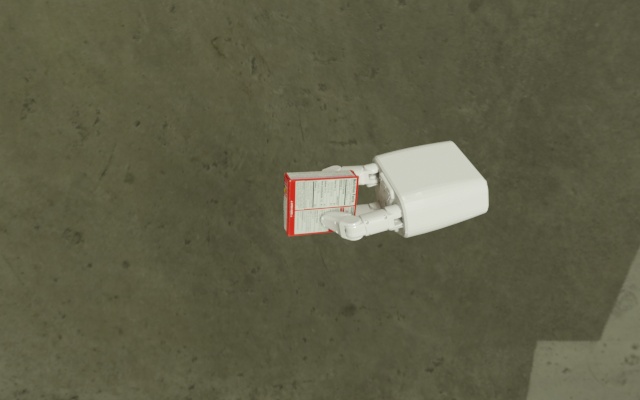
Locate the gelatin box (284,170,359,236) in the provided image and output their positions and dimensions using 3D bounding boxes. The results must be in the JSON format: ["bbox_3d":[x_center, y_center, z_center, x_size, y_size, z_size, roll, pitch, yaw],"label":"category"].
[{"bbox_3d":[0.000,0.002,0.584,0.089,0.073,0.030,-4,24,-17],"label":"gelatin box"}]
